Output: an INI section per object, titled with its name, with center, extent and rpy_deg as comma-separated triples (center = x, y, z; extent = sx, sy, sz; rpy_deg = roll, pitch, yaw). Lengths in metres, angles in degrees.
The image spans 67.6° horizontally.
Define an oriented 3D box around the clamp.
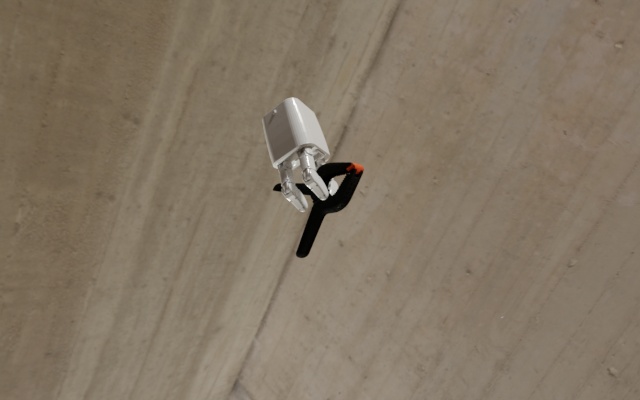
[clamp]
center = 0.001, 0.003, 0.894
extent = 0.210, 0.164, 0.036
rpy_deg = -31, -23, 35
